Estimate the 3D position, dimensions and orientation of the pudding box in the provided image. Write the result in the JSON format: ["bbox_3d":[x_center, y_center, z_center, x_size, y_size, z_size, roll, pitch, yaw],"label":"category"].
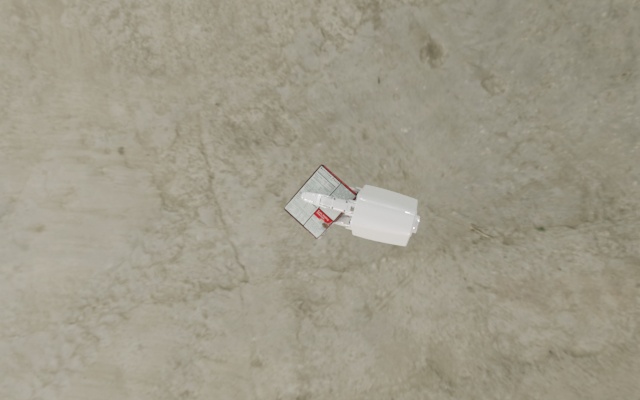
[{"bbox_3d":[0.000,0.003,0.885,0.090,0.113,0.039,43,4,7],"label":"pudding box"}]
